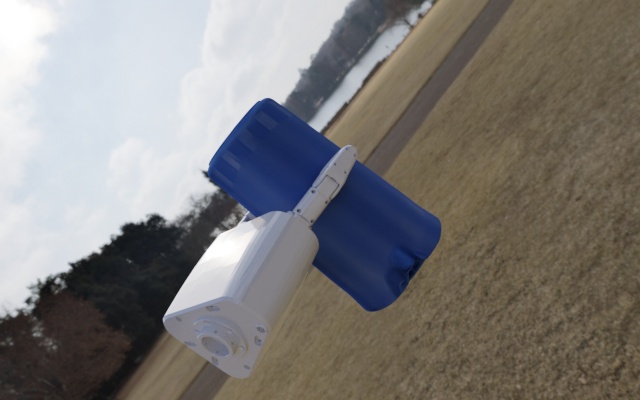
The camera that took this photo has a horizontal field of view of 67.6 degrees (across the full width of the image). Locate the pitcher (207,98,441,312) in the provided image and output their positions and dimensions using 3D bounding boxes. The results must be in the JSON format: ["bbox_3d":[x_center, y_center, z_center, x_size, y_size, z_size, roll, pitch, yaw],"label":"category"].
[{"bbox_3d":[0.000,0.002,0.538,0.149,0.243,0.145,-43,12,42],"label":"pitcher"}]
